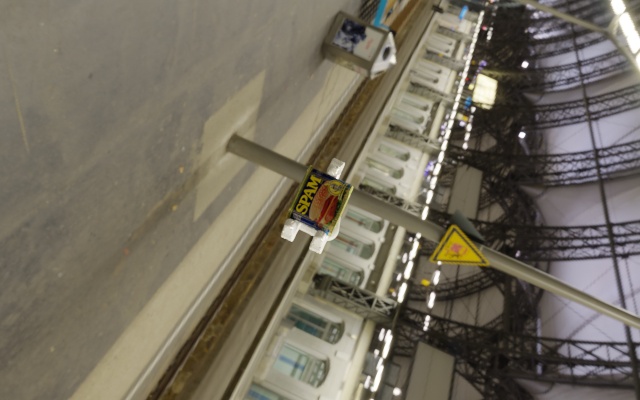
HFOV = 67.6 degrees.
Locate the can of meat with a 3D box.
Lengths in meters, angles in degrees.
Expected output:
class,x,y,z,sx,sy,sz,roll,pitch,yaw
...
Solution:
class,x,y,z,sx,sy,sz,roll,pitch,yaw
can of meat,0.000,0.003,0.832,0.084,0.102,0.057,24,-9,5
